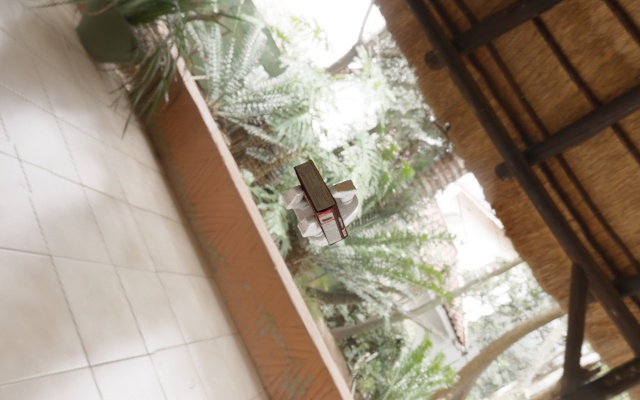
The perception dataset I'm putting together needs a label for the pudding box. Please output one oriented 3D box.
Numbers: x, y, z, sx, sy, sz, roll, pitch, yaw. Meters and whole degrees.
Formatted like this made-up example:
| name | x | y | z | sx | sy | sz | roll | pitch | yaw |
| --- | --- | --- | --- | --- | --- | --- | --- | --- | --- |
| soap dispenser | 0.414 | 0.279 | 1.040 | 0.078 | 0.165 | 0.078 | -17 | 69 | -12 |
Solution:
| name | x | y | z | sx | sy | sz | roll | pitch | yaw |
| --- | --- | --- | --- | --- | --- | --- | --- | --- | --- |
| pudding box | 0.000 | 0.002 | 0.765 | 0.039 | 0.113 | 0.090 | -27 | -41 | -4 |
